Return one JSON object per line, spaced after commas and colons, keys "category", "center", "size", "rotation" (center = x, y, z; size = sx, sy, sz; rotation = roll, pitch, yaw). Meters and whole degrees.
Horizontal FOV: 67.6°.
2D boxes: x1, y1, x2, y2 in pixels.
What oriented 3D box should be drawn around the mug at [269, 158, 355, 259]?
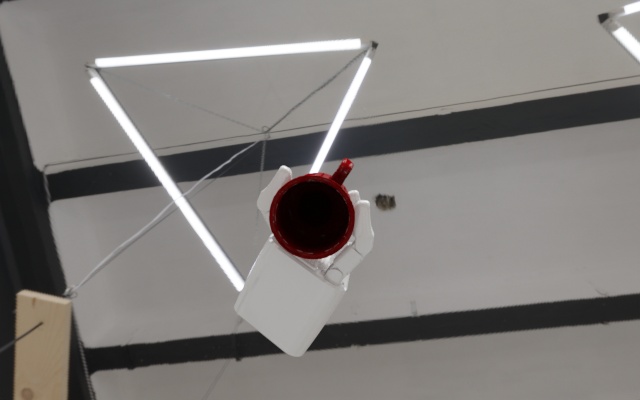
{"category": "mug", "center": [0.001, 0.001, 0.548], "size": [0.093, 0.117, 0.081], "rotation": [31, 11, -1]}
